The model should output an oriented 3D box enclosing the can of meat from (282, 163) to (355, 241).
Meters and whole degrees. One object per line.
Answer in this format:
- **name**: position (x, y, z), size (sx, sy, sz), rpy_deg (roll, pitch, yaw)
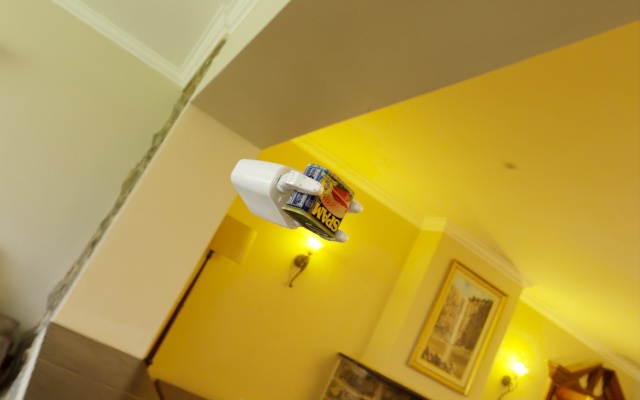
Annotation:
- **can of meat**: position (0.000, 0.002, 0.748), size (0.057, 0.084, 0.102), rpy_deg (14, -19, 42)
